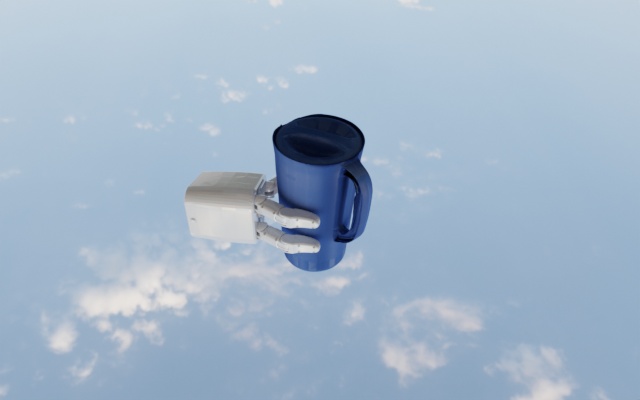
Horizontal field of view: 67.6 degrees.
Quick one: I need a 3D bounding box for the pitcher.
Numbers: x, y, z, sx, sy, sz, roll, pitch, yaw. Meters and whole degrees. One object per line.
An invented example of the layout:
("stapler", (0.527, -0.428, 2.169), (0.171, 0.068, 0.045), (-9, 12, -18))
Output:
("pitcher", (0.000, 0.002, 0.748), (0.145, 0.243, 0.149), (3, 40, 1))
